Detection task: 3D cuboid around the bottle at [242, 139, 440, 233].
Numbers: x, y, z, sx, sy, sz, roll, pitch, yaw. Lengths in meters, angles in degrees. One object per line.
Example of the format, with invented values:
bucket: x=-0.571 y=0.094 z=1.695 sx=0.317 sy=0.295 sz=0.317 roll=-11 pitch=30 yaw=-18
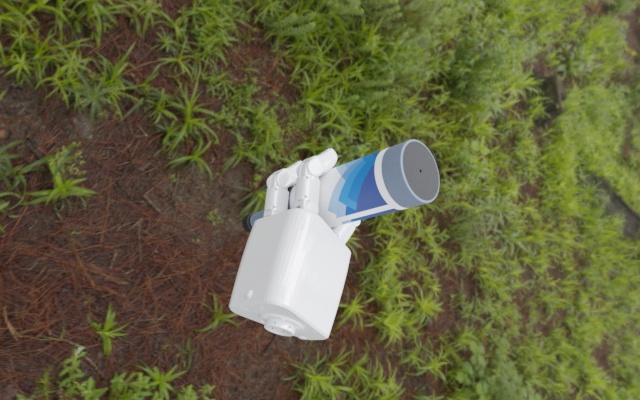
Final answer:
bottle: x=0.000 y=0.002 z=0.581 sx=0.069 sy=0.069 sz=0.296 roll=0 pitch=-13 yaw=-45
